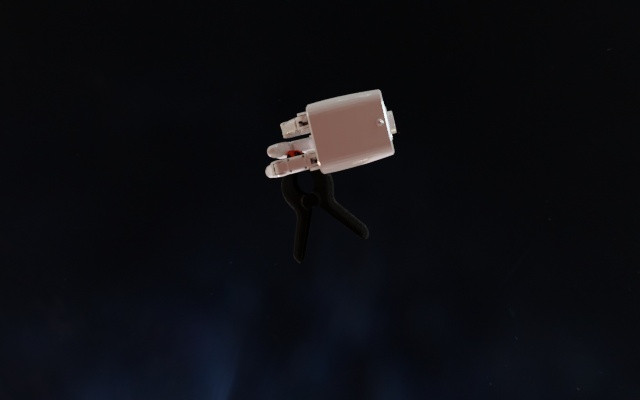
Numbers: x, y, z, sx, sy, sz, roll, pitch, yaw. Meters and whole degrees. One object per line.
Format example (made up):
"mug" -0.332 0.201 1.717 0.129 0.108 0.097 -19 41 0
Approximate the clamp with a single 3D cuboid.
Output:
"clamp" 0.000 0.002 0.716 0.120 0.171 0.039 -13 6 6
